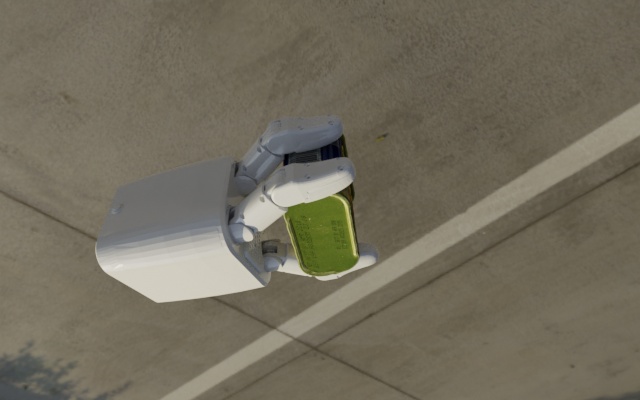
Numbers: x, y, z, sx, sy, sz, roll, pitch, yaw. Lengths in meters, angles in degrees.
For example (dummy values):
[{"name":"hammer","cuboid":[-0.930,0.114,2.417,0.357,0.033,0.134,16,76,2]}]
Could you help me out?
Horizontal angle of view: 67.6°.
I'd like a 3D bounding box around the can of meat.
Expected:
[{"name":"can of meat","cuboid":[0.000,0.002,0.402,0.057,0.102,0.083,-9,43,5]}]
